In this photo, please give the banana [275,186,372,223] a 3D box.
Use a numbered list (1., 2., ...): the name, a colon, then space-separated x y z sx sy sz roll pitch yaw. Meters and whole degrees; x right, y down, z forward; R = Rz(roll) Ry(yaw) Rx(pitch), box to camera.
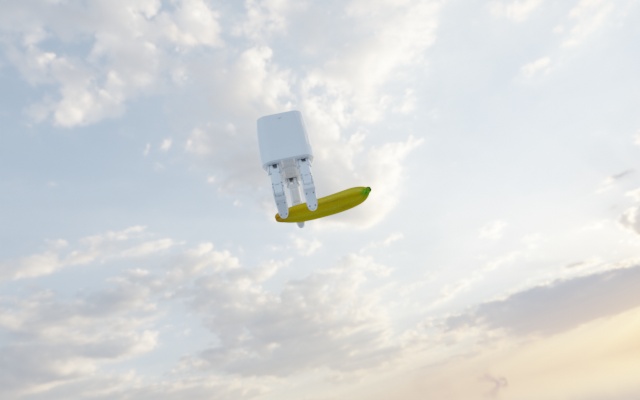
1. banana: 0.011 0.006 0.893 0.198 0.037 0.070 -19 -22 21
